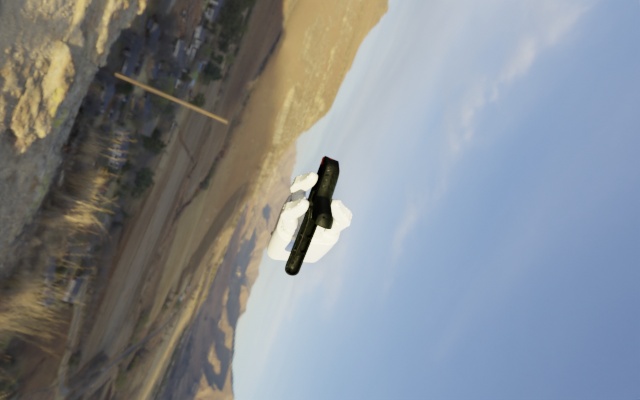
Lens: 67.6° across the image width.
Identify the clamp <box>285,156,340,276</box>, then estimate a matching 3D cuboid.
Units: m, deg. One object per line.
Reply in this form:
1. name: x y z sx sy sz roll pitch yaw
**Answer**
1. clamp: 0.001 0.002 0.765 0.036 0.209 0.165 23 -33 -10
